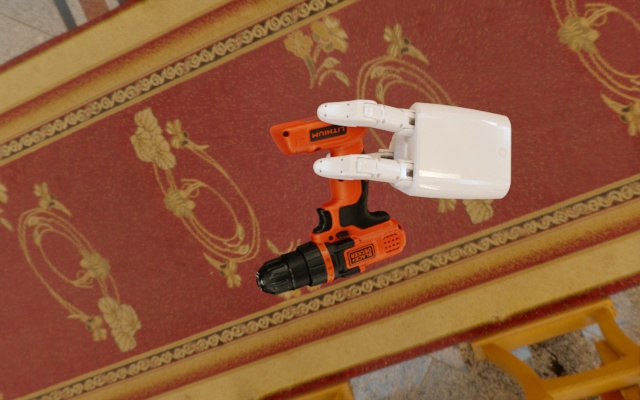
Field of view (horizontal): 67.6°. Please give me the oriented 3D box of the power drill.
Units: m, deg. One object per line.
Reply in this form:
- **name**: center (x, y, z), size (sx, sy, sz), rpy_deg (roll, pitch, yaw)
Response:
- **power drill**: center (0.000, 0.001, 0.538), size (0.184, 0.188, 0.057), rpy_deg (-17, 18, -19)
